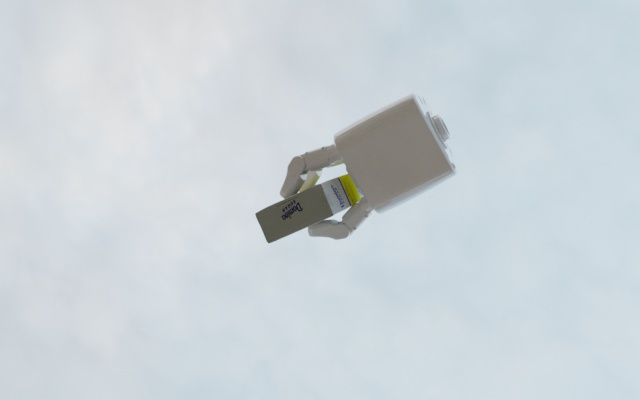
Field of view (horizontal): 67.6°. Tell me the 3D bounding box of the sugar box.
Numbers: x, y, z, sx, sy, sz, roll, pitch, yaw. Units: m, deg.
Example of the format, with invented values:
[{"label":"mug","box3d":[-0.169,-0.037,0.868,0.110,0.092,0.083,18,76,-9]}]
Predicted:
[{"label":"sugar box","box3d":[0.000,0.001,0.612,0.093,0.048,0.176,-24,-3,23]}]
